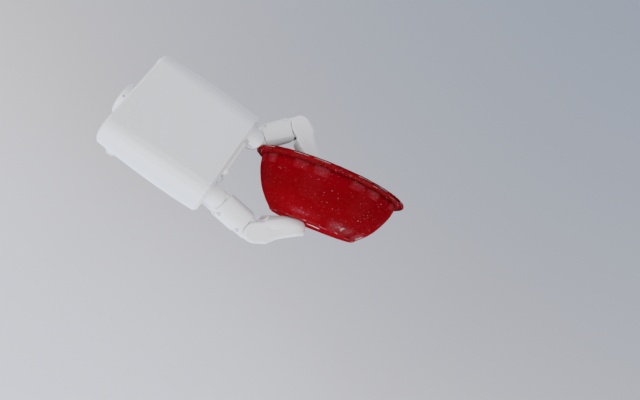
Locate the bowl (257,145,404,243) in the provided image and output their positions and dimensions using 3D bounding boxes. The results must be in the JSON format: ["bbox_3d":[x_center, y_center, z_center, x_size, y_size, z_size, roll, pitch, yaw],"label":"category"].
[{"bbox_3d":[0.001,0.003,0.491,0.162,0.055,0.162,22,-7,3],"label":"bowl"}]
